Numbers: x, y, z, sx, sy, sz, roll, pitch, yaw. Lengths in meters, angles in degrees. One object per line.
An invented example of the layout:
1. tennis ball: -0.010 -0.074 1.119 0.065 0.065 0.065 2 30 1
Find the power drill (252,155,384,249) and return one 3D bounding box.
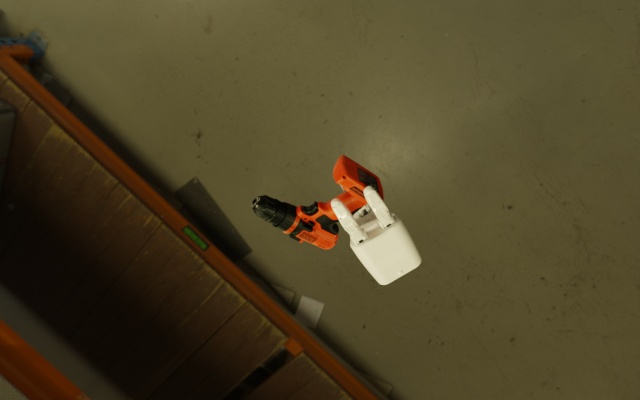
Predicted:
1. power drill: 0.001 0.003 0.828 0.184 0.057 0.188 27 -49 -34
